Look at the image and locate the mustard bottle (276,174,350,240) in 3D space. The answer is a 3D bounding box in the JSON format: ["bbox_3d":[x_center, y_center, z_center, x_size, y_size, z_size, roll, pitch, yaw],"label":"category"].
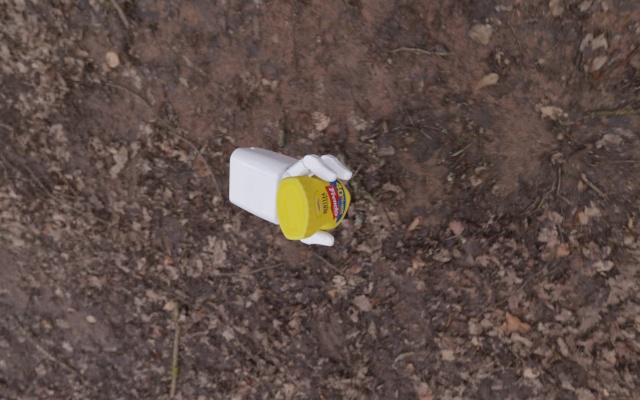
[{"bbox_3d":[0.000,0.003,0.790,0.058,0.096,0.191,-5,4,28],"label":"mustard bottle"}]
